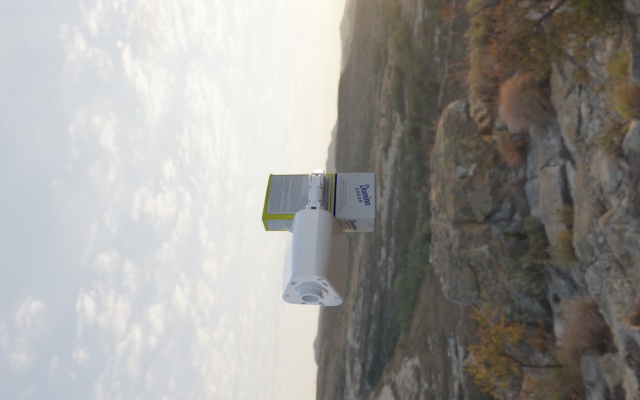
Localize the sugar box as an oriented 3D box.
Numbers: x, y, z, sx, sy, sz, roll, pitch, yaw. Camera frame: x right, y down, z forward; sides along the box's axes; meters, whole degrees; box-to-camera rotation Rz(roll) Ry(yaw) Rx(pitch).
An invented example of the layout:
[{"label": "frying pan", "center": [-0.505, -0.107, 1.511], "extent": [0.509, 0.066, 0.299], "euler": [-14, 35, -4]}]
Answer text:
[{"label": "sugar box", "center": [0.000, 0.003, 0.766], "extent": [0.176, 0.093, 0.048], "euler": [2, -36, 4]}]
